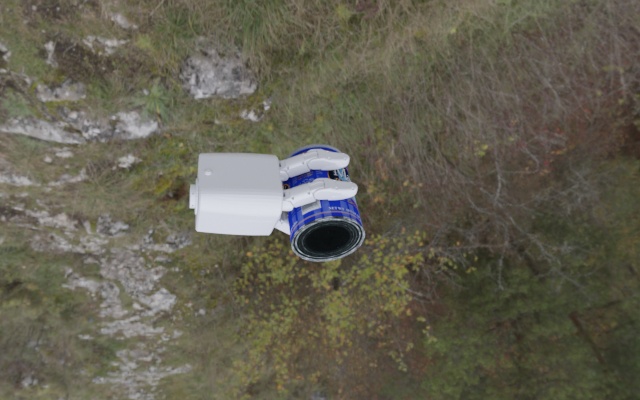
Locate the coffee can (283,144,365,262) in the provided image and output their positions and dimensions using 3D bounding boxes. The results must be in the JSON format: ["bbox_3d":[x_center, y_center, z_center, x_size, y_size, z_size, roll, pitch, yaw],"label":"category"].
[{"bbox_3d":[0.000,0.002,0.694,0.103,0.140,0.103,-7,-39,-6],"label":"coffee can"}]
